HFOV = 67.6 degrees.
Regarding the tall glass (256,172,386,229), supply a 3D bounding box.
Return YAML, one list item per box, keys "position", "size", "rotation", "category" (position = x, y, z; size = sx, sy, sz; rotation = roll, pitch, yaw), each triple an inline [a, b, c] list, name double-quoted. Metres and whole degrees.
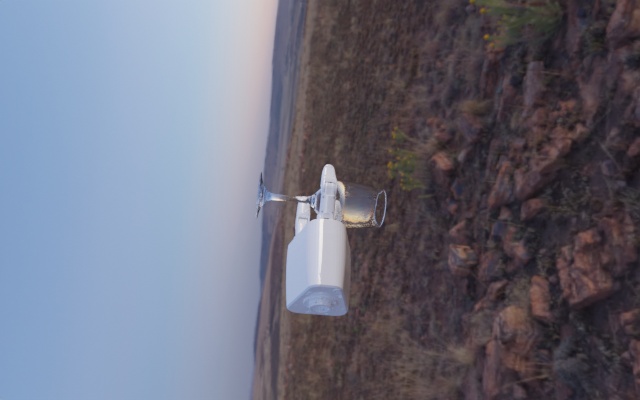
- position: [-0.001, 0.002, 0.763]
  size: [0.201, 0.079, 0.079]
  rotation: [6, -1, -6]
  category: "tall glass"
